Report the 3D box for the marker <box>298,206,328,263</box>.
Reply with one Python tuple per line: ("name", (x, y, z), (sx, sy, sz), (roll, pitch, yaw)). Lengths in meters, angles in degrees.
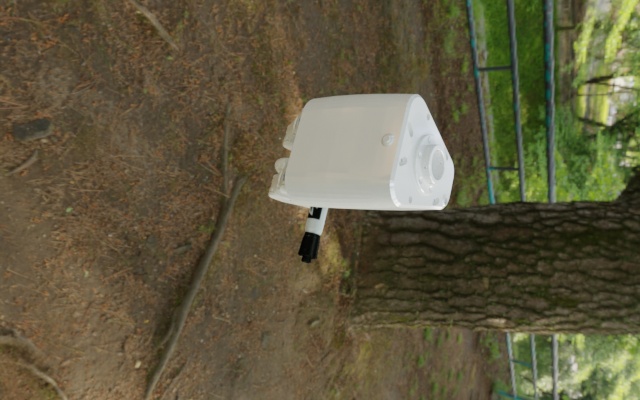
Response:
("marker", (0.000, 0.002, 0.466), (0.020, 0.121, 0.020), (13, -12, 3))
